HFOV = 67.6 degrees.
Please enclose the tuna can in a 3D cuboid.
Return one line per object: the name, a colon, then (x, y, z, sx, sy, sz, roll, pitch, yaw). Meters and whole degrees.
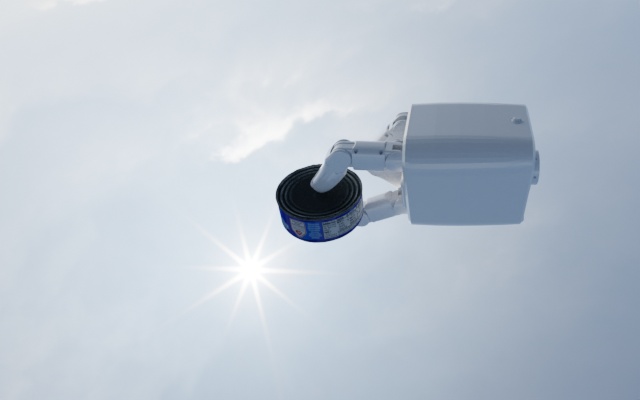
tuna can: (0.000, 0.002, 0.476, 0.086, 0.034, 0.086, -5, 40, 4)
